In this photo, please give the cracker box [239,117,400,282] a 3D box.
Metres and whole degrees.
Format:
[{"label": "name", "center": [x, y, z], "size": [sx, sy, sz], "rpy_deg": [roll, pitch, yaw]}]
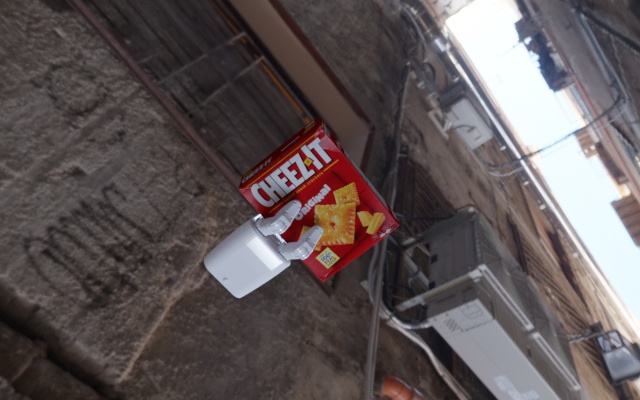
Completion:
[{"label": "cracker box", "center": [0.000, 0.003, 0.770], "size": [0.164, 0.214, 0.072], "rpy_deg": [-37, 19, 10]}]
